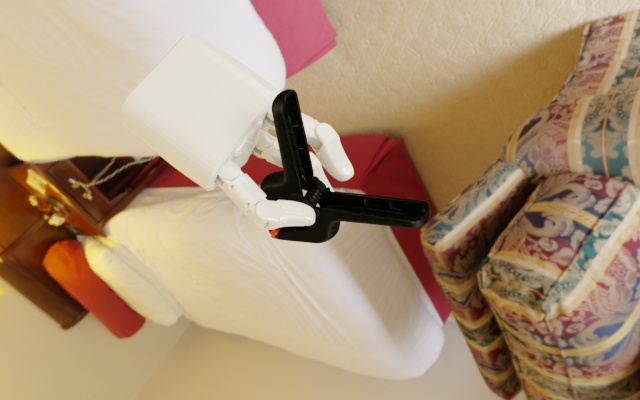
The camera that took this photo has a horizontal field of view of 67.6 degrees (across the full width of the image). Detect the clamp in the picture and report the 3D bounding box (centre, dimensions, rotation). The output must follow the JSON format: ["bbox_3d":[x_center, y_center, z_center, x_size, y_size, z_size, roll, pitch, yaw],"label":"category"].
[{"bbox_3d":[-0.001,0.002,0.472,0.164,0.036,0.210,36,-32,-1],"label":"clamp"}]
